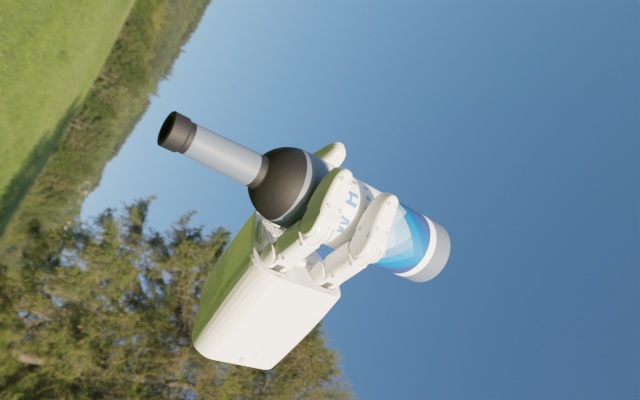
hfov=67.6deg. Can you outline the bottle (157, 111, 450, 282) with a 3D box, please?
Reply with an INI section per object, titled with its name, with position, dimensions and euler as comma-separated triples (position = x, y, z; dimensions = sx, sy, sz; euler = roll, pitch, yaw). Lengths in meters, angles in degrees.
[bottle]
position = 0.000, 0.001, 0.420
dimensions = 0.296, 0.069, 0.069
euler = 26, -15, -35
